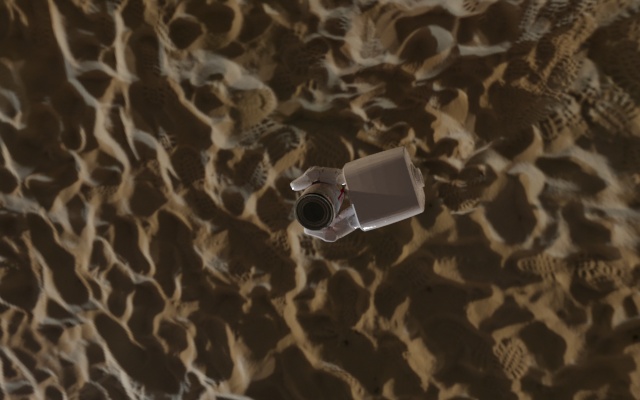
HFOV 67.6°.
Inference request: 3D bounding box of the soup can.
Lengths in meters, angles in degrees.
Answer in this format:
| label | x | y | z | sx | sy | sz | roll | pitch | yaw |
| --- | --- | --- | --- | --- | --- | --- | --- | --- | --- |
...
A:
| label | x | y | z | sx | sy | sz | roll | pitch | yaw |
| --- | --- | --- | --- | --- | --- | --- | --- | --- | --- |
| soup can | 0.000 | 0.003 | 0.813 | 0.068 | 0.068 | 0.102 | 0 | 20 | 14 |
